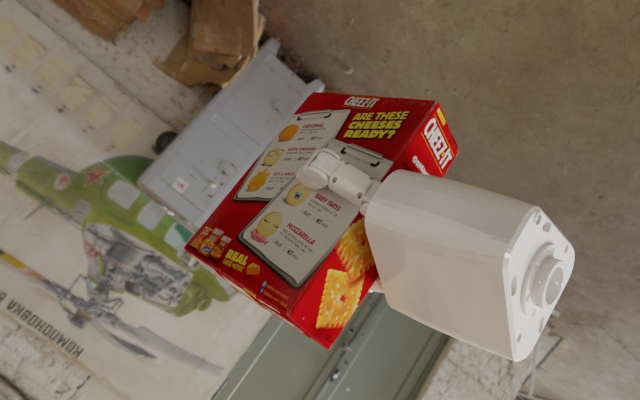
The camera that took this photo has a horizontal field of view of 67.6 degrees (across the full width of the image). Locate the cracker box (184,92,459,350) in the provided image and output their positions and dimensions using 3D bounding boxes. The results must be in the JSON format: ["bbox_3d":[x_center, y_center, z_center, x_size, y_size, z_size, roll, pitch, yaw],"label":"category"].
[{"bbox_3d":[0.000,0.001,0.439,0.164,0.213,0.072,18,-26,46],"label":"cracker box"}]
